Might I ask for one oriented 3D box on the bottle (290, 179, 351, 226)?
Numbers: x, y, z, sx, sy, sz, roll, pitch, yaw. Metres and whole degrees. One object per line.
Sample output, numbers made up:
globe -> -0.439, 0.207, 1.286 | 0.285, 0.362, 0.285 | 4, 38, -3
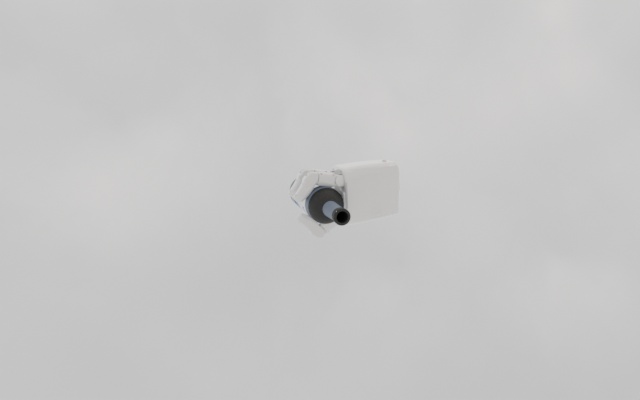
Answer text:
bottle -> 0.000, 0.003, 0.881 | 0.069, 0.069, 0.295 | 0, 9, -13
